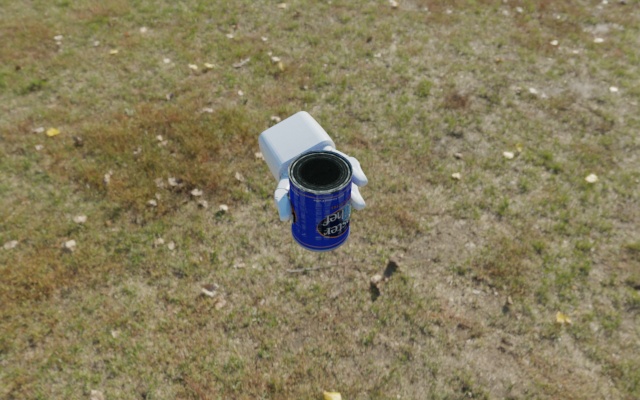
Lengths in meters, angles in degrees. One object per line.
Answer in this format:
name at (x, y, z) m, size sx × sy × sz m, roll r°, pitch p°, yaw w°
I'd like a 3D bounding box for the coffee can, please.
coffee can at (0.000, 0.003, 0.786) m, size 0.103 × 0.102 × 0.140 m, roll 0°, pitch -45°, yaw 0°
